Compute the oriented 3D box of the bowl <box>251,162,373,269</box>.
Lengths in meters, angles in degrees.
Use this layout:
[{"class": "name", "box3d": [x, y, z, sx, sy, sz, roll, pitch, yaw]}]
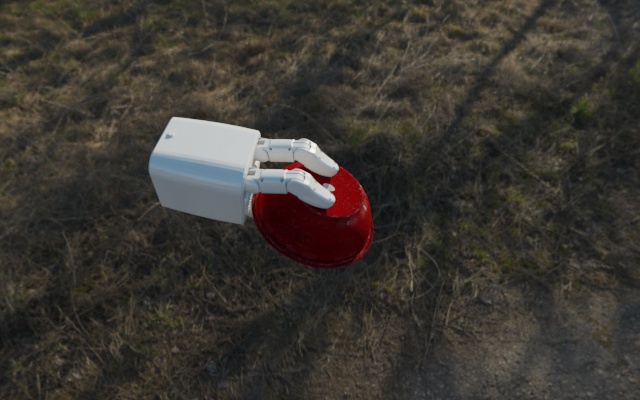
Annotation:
[{"class": "bowl", "box3d": [0.001, 0.002, 0.587, 0.162, 0.162, 0.055, 0, -40, -25]}]
